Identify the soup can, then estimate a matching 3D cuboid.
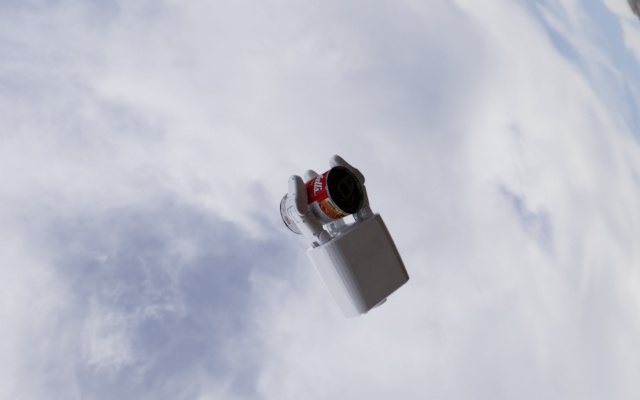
[{"bbox_3d":[0.000,0.002,0.659,0.068,0.068,0.102,0,-19,-44],"label":"soup can"}]
